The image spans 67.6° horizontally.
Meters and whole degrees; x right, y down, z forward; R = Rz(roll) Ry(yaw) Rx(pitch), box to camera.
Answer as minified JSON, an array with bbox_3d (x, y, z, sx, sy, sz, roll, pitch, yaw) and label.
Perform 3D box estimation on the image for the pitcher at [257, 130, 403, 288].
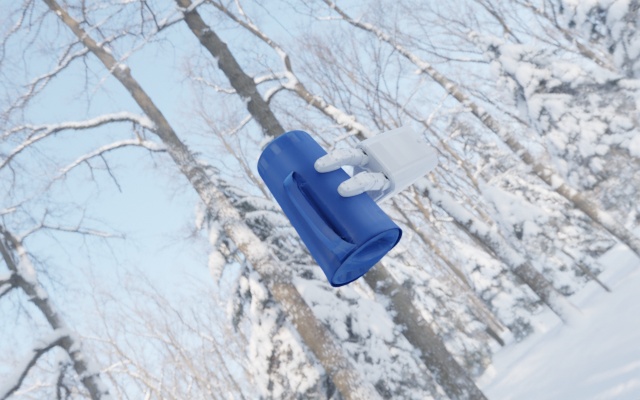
[{"bbox_3d":[0.000,0.002,0.739,0.145,0.242,0.149,-25,-28,-27],"label":"pitcher"}]
